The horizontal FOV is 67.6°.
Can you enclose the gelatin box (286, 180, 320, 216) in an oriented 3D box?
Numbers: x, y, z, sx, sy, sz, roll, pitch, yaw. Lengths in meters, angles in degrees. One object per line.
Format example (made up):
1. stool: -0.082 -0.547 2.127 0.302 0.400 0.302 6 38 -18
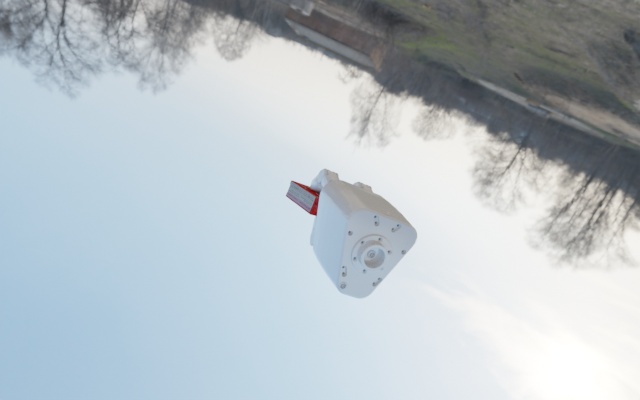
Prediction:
1. gelatin box: 0.000 0.003 0.711 0.073 0.030 0.089 17 8 -32
